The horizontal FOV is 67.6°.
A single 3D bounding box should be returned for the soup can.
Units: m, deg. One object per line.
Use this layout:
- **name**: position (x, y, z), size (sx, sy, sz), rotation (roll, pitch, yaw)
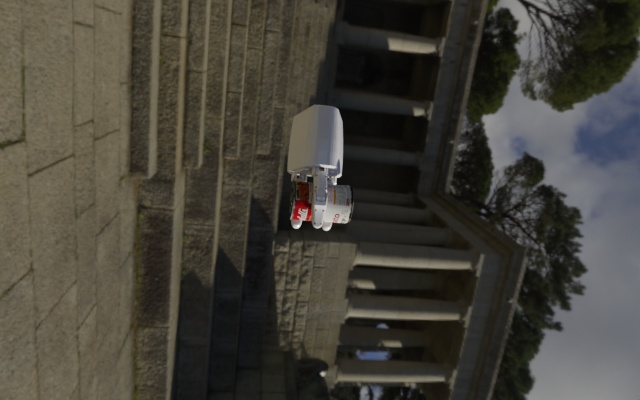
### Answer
- **soup can**: position (0.000, 0.003, 0.823), size (0.102, 0.068, 0.068), rotation (5, -1, -9)
